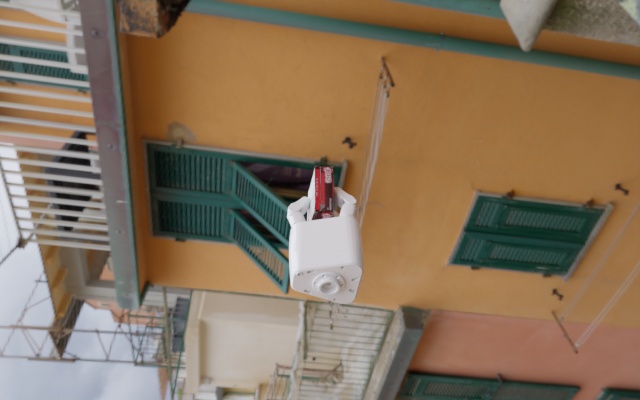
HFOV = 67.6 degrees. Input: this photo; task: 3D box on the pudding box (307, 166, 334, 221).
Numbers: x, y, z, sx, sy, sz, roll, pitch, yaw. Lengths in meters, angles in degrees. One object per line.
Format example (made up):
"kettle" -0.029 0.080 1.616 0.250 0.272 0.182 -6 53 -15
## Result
"pudding box" 0.000 0.003 0.857 0.039 0.090 0.113 5 -24 -8
